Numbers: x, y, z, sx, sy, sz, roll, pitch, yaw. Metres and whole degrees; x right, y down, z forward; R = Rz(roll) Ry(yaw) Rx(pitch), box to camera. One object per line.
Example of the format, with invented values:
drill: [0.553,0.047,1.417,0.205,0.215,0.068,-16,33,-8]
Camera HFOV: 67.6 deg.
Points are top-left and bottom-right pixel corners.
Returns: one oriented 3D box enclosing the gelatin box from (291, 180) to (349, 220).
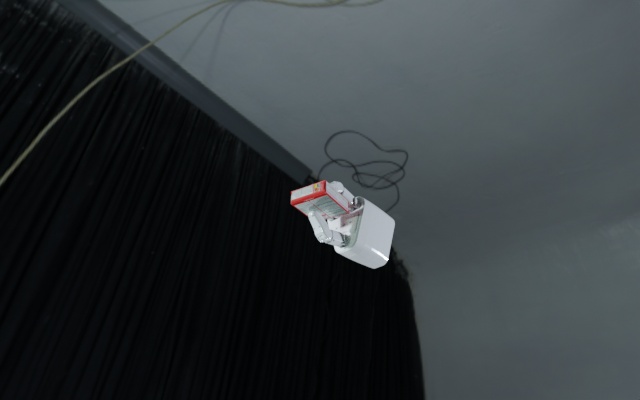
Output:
gelatin box: [0.000,0.003,0.868,0.073,0.030,0.089,-17,-34,27]
